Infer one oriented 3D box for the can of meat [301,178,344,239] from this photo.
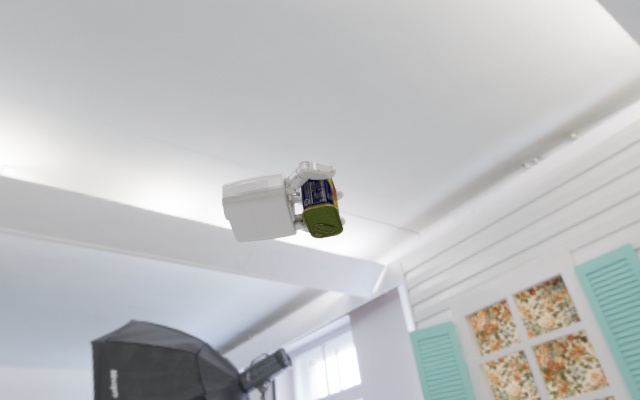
[{"bbox_3d":[0.000,0.002,0.796,0.057,0.084,0.102,-12,-33,6],"label":"can of meat"}]
